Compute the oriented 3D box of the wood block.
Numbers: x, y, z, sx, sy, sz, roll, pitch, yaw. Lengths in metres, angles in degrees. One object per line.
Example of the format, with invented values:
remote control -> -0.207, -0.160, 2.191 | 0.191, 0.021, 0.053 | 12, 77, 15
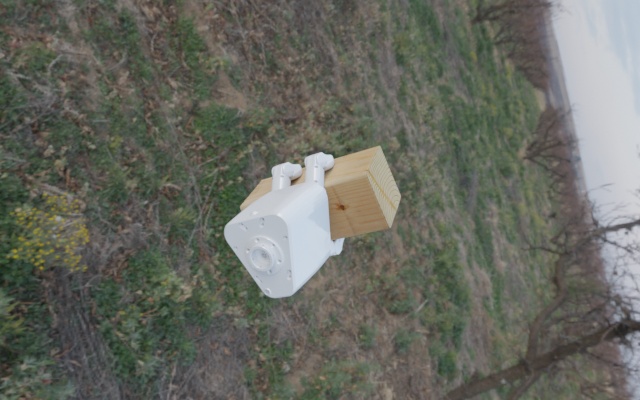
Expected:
wood block -> 0.000, 0.003, 0.703 | 0.206, 0.091, 0.090 | -14, 26, 27
